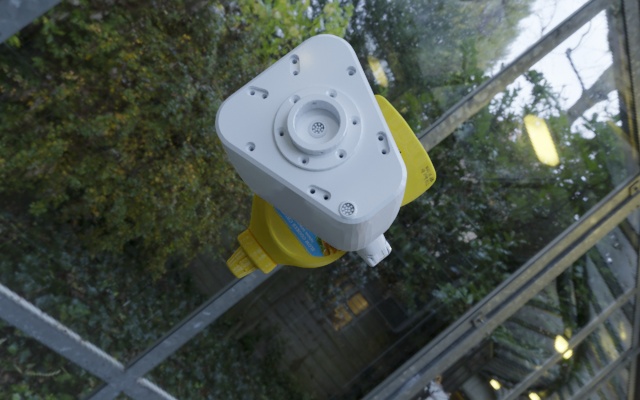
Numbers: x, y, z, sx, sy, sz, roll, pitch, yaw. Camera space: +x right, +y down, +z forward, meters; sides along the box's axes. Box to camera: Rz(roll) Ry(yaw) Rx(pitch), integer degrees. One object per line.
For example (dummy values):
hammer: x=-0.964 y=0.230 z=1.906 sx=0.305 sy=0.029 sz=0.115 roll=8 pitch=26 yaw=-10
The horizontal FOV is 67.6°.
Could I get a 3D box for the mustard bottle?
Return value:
mustard bottle: x=0.000 y=0.001 z=0.415 sx=0.191 sy=0.096 sz=0.058 roll=-38 pitch=13 yaw=-5
